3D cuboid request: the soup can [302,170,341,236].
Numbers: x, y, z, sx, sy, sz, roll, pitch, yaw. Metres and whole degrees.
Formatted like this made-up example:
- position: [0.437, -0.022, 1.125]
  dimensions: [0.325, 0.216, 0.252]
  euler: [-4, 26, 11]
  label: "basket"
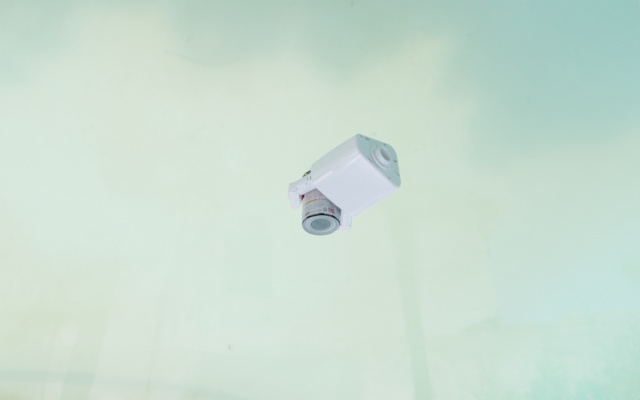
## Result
- position: [0.000, 0.003, 0.848]
  dimensions: [0.068, 0.102, 0.069]
  euler: [-1, -36, -1]
  label: "soup can"
